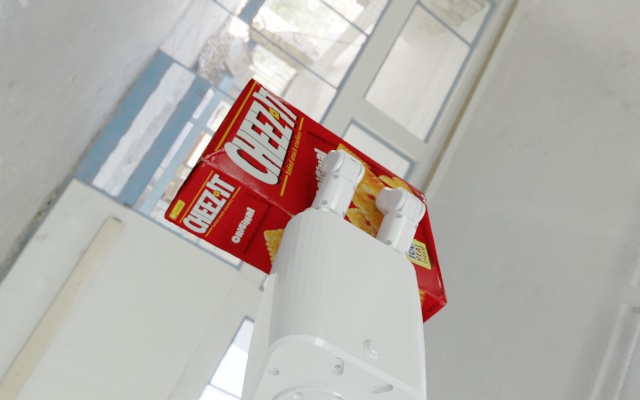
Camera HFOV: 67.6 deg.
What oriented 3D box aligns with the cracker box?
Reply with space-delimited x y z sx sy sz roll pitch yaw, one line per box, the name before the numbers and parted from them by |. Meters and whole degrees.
cracker box | 0.000 0.002 0.415 0.214 0.072 0.164 32 30 -15
